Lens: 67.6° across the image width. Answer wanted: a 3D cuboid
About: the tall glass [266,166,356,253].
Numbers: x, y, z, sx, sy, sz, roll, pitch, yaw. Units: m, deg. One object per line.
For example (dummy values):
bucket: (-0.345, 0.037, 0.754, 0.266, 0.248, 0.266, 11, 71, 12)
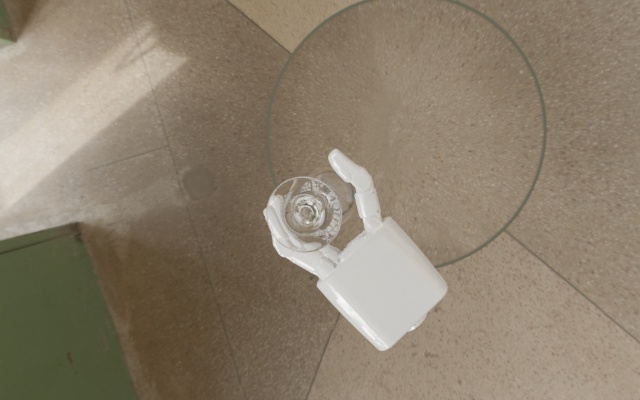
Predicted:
tall glass: (0.000, 0.002, 0.554, 0.079, 0.079, 0.201, 0, 7, 9)
